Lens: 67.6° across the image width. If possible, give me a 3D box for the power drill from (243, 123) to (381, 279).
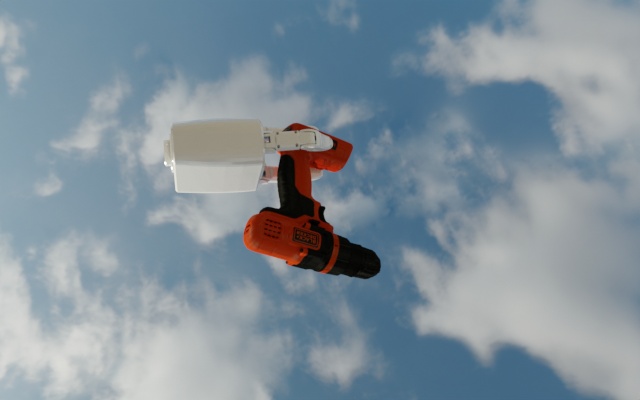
[{"bbox_3d":[0.000,0.002,0.622,0.184,0.187,0.057,19,-34,-24],"label":"power drill"}]
